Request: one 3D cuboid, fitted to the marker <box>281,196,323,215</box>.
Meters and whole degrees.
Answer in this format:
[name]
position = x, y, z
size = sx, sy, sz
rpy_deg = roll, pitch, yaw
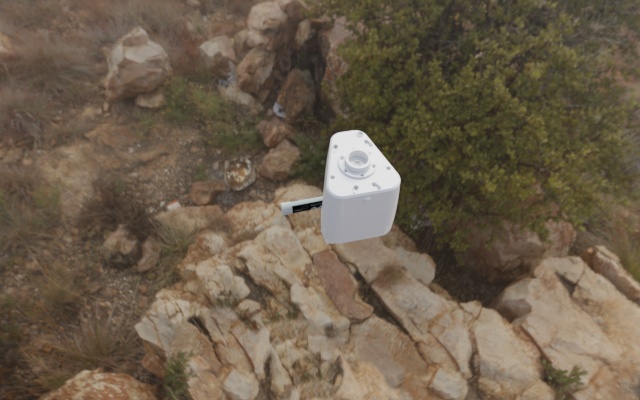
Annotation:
[marker]
position = 0.000, 0.002, 0.727
size = 0.121, 0.020, 0.020
rpy_deg = -10, 1, -8
